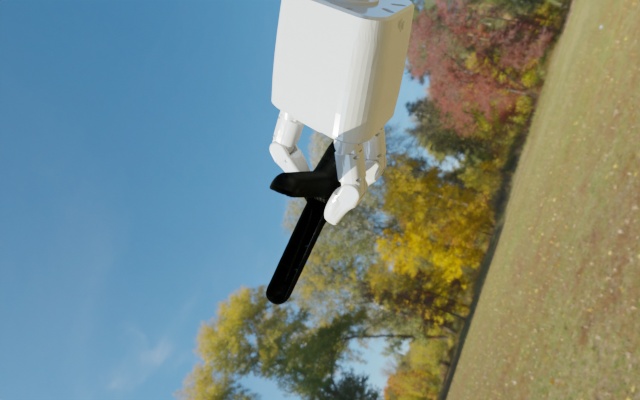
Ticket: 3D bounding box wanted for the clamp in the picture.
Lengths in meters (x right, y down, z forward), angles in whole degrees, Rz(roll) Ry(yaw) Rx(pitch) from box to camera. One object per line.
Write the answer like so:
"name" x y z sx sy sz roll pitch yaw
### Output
"clamp" 0.000 0.001 0.509 0.036 0.165 0.210 23 38 15
